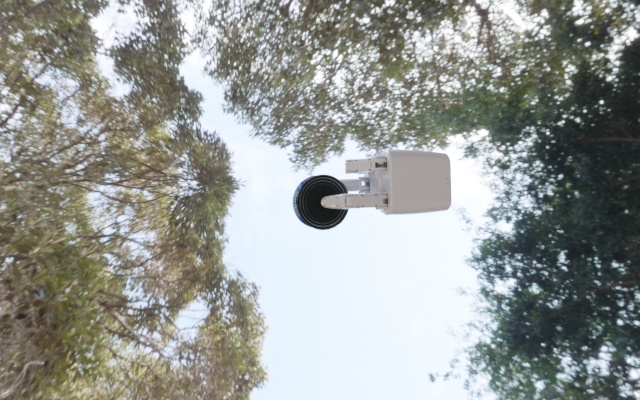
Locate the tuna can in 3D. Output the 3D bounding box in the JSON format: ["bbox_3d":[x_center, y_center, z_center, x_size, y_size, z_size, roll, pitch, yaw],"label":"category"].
[{"bbox_3d":[0.000,0.002,0.744,0.086,0.086,0.034,0,2,-19],"label":"tuna can"}]
